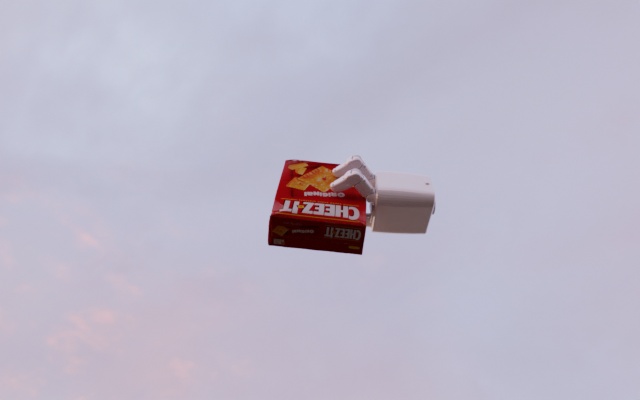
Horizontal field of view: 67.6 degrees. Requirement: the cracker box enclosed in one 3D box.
[{"bbox_3d":[0.000,0.003,0.884,0.164,0.072,0.213,5,31,1],"label":"cracker box"}]
